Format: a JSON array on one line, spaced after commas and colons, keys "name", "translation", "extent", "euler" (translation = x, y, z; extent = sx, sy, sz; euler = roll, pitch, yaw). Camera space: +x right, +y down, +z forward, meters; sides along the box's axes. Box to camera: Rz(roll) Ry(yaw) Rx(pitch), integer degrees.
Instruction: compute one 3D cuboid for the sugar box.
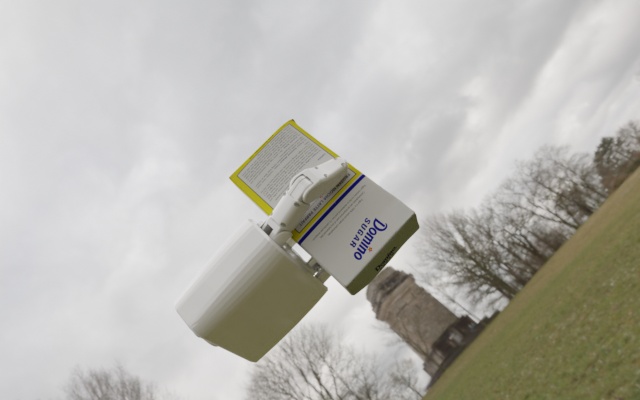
[{"name": "sugar box", "translation": [0.000, 0.002, 0.471], "extent": [0.176, 0.093, 0.048], "euler": [41, -7, 27]}]
